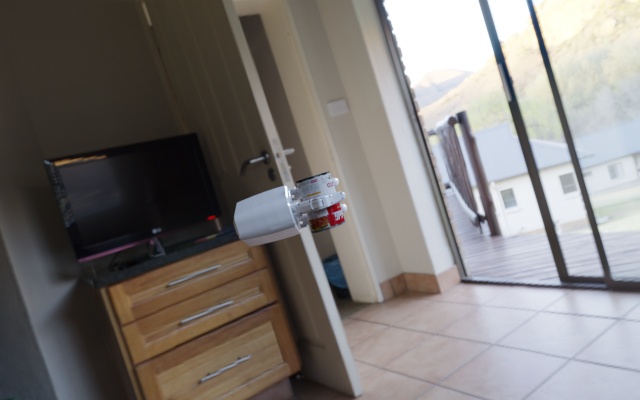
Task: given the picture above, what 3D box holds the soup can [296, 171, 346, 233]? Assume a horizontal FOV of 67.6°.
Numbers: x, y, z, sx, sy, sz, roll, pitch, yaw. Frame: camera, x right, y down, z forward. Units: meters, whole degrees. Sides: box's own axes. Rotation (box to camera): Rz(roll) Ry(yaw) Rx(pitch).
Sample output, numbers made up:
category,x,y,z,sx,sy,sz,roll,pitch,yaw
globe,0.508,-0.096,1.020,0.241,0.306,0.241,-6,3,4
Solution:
category,x,y,z,sx,sy,sz,roll,pitch,yaw
soup can,0.001,0.003,0.899,0.068,0.102,0.068,-17,2,1
